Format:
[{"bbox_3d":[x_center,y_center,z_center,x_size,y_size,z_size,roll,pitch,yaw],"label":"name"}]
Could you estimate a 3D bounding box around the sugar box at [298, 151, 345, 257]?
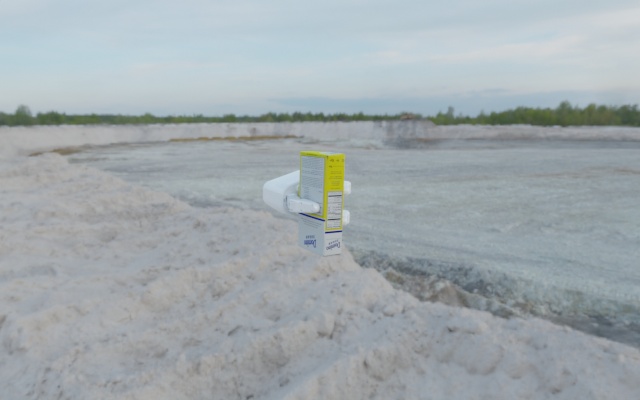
[{"bbox_3d":[0.001,0.003,0.847,0.048,0.176,0.093,-6,12,-31],"label":"sugar box"}]
